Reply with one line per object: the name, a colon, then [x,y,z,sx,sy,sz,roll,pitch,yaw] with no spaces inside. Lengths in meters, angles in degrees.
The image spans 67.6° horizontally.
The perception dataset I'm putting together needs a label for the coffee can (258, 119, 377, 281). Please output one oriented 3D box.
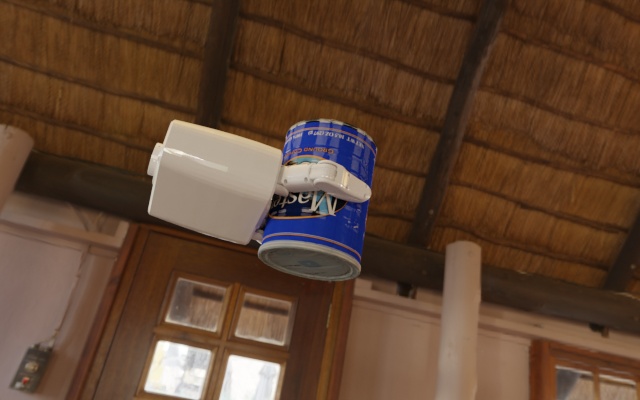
coffee can: [0.000,0.002,0.500,0.103,0.140,0.103,9,-24,4]
